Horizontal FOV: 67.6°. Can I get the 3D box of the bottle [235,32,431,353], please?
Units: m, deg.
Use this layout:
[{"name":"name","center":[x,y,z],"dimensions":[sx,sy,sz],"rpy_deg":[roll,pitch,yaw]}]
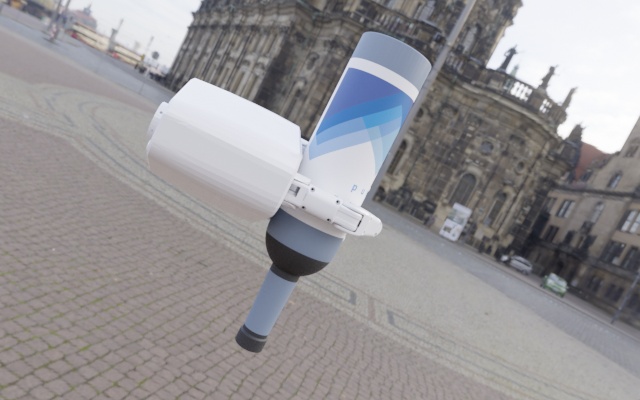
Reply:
[{"name":"bottle","center":[0.000,0.001,0.426],"dimensions":[0.069,0.296,0.069],"rpy_deg":[27,5,-2]}]
